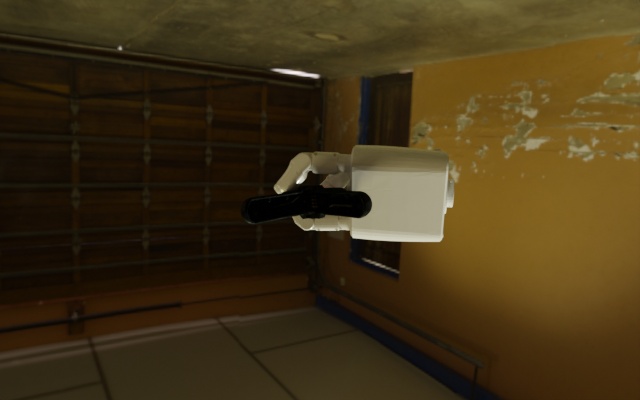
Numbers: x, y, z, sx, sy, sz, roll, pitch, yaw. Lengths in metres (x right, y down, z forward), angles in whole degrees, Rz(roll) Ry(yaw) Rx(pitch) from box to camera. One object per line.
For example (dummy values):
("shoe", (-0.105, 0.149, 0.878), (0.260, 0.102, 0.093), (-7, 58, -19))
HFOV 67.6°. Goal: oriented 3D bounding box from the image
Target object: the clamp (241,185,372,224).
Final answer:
("clamp", (0.000, 0.002, 0.504), (0.120, 0.039, 0.171), (3, 7, 12))
